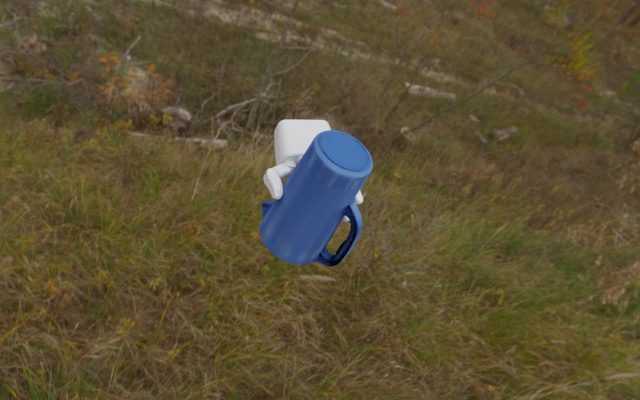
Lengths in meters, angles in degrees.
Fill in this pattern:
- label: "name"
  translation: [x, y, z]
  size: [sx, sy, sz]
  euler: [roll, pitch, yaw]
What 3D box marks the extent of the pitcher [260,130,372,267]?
- label: "pitcher"
  translation: [0.000, 0.003, 0.846]
  size: [0.149, 0.145, 0.243]
  euler: [11, -44, -23]
